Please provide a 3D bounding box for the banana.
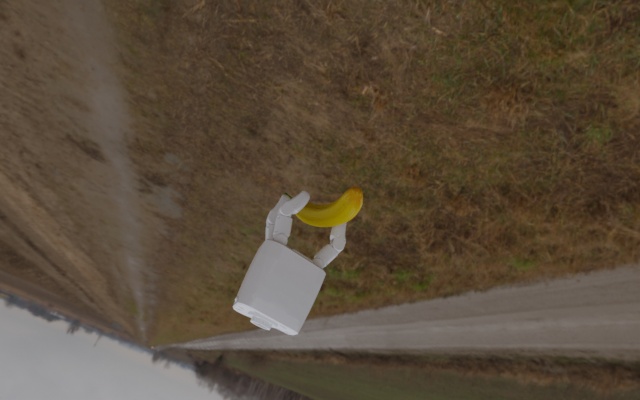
[{"bbox_3d":[0.010,0.014,0.766,0.070,0.037,0.198,43,-28,-28],"label":"banana"}]
